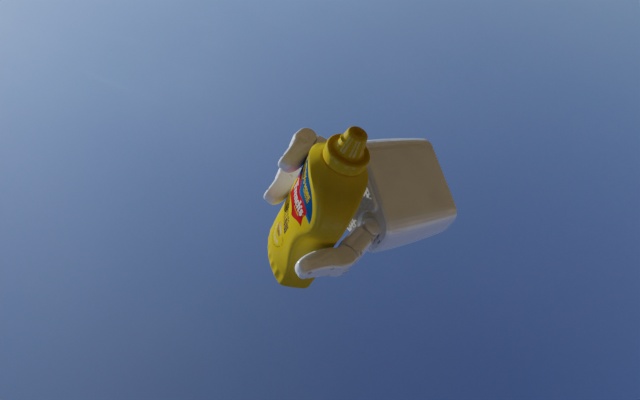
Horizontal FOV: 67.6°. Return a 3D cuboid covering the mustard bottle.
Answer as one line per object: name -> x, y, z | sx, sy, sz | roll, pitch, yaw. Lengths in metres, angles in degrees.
mustard bottle -> 0.000, 0.002, 0.468 | 0.058, 0.096, 0.192 | 12, -41, -17
